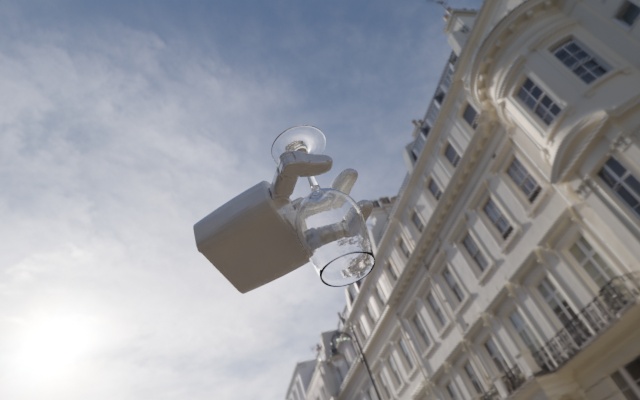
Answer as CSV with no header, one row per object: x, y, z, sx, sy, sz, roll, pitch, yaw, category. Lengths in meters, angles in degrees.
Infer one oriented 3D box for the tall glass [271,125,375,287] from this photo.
0.000,0.001,0.562,0.079,0.201,0.079,-13,-40,-11,tall glass
